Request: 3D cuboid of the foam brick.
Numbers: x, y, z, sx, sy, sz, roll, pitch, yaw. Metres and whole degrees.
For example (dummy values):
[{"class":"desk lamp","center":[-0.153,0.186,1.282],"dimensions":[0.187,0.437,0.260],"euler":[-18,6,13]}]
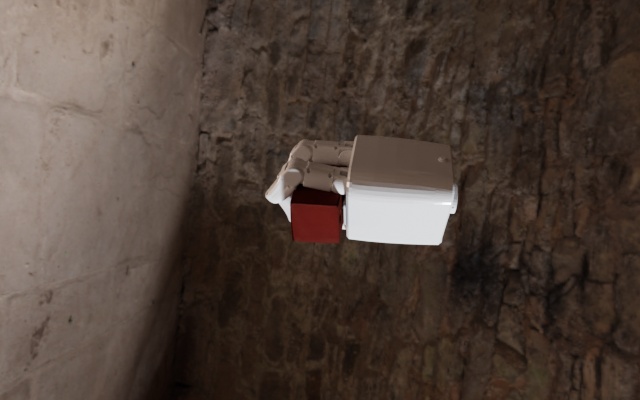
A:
[{"class":"foam brick","center":[0.000,0.002,0.519],"dimensions":[0.051,0.053,0.078],"euler":[5,38,8]}]
